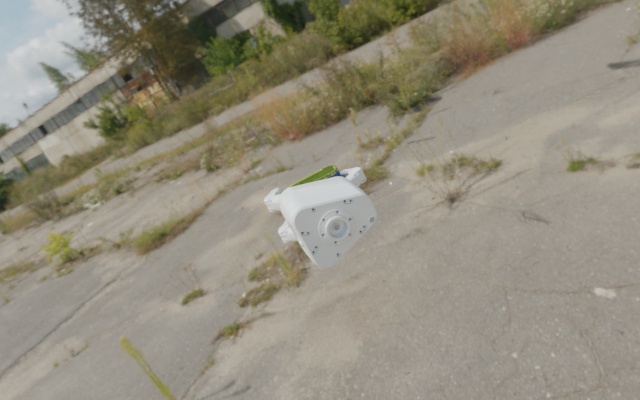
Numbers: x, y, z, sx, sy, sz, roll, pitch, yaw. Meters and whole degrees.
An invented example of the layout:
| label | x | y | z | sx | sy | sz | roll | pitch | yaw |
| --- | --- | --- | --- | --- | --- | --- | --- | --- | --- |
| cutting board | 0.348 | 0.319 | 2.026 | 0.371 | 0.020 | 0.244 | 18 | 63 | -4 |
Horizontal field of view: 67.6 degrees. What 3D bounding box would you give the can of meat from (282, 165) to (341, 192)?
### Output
| label | x | y | z | sx | sy | sz | roll | pitch | yaw |
| --- | --- | --- | --- | --- | --- | --- | --- | --- | --- |
| can of meat | 0.000 | 0.002 | 0.759 | 0.102 | 0.084 | 0.057 | -29 | 18 | -2 |
